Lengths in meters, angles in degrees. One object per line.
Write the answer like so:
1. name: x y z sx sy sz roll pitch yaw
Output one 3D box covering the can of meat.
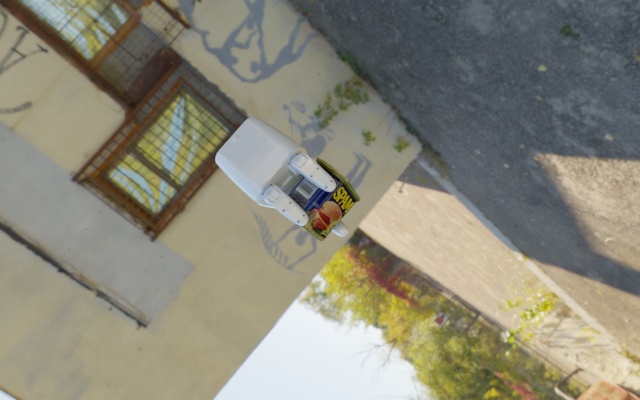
1. can of meat: 0.000 0.002 0.653 0.057 0.084 0.102 39 -4 27
